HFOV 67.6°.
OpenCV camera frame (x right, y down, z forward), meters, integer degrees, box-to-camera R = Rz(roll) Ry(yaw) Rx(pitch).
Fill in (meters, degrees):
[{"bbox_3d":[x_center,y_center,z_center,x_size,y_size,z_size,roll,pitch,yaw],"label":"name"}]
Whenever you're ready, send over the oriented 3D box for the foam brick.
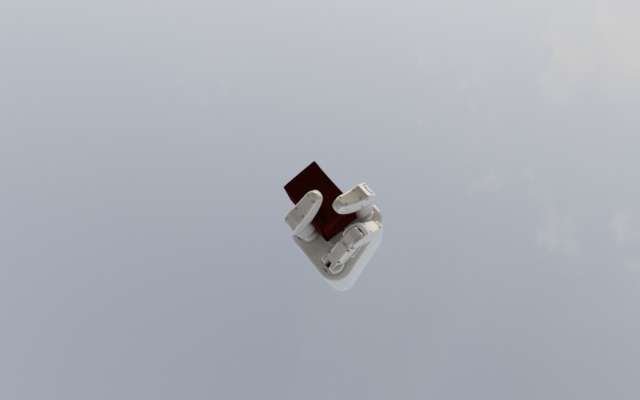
[{"bbox_3d":[0.000,0.002,0.596,0.053,0.078,0.051,-39,-21,-6],"label":"foam brick"}]
